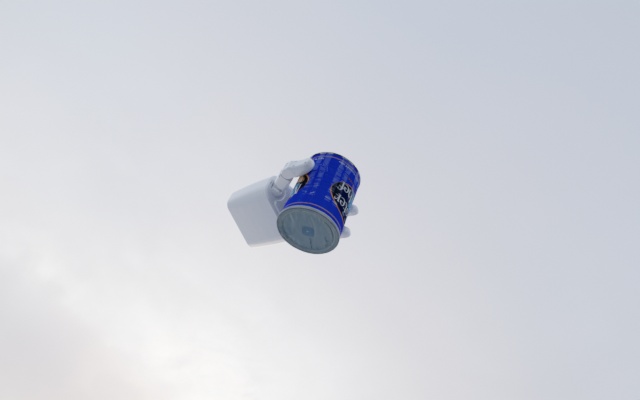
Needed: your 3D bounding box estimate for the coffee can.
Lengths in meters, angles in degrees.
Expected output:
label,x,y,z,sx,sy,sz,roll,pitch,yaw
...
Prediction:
label,x,y,z,sx,sy,sz,roll,pitch,yaw
coffee can,0.000,0.003,0.783,0.103,0.103,0.140,0,42,24
